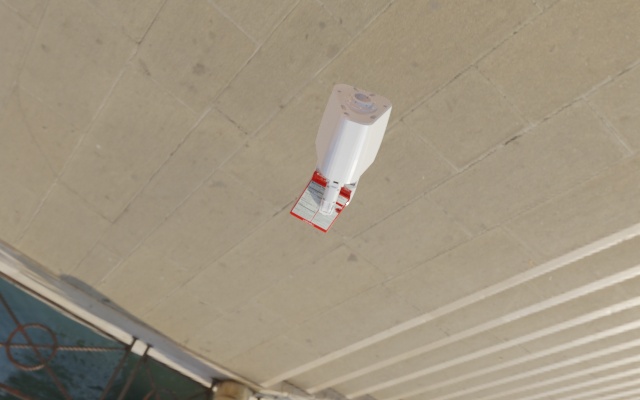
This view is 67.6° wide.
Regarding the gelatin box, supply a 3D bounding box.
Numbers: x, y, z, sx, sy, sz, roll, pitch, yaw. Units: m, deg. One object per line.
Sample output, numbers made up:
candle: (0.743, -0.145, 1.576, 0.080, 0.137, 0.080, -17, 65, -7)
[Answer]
gelatin box: (0.000, 0.003, 0.807, 0.073, 0.089, 0.030, 28, 34, -8)
